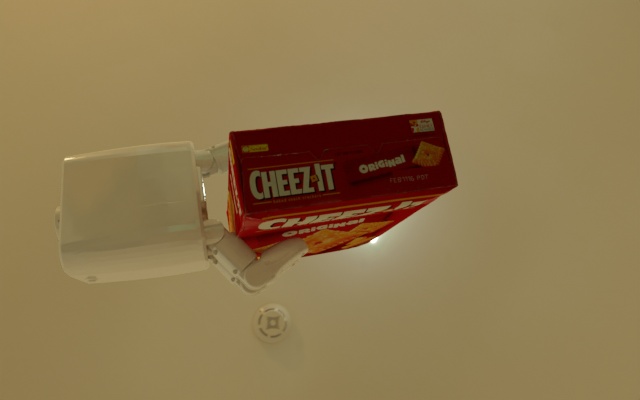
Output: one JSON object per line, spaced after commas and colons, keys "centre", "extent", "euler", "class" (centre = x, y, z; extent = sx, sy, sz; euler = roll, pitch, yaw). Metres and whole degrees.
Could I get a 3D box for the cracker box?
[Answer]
{"centre": [0.000, 0.001, 0.438], "extent": [0.164, 0.072, 0.214], "euler": [-9, -14, -14], "class": "cracker box"}
